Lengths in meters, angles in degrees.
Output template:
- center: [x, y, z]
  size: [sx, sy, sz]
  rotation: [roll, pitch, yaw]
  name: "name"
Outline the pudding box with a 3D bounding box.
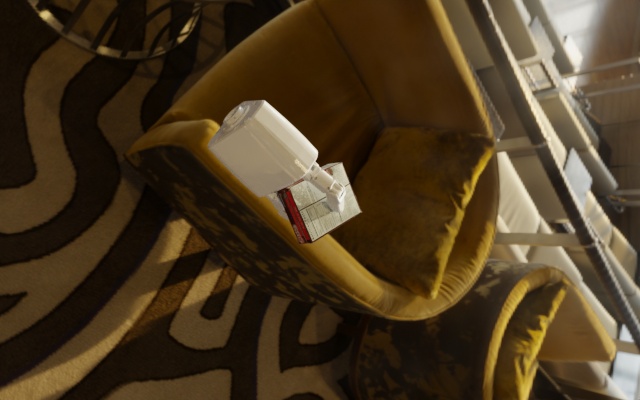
- center: [0.000, 0.002, 0.717]
  size: [0.113, 0.090, 0.039]
  rotation: [-28, 12, -34]
  name: "pudding box"
